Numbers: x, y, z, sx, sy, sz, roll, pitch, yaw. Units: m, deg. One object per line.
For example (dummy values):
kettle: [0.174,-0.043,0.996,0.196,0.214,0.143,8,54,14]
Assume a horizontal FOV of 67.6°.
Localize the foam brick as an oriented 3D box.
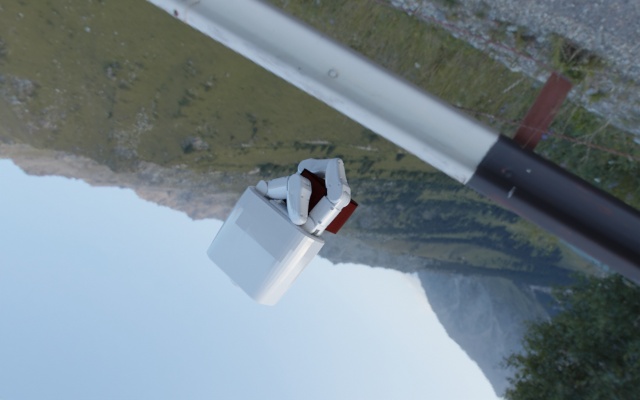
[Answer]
foam brick: [0.000,0.002,0.622,0.053,0.051,0.078,40,8,37]
